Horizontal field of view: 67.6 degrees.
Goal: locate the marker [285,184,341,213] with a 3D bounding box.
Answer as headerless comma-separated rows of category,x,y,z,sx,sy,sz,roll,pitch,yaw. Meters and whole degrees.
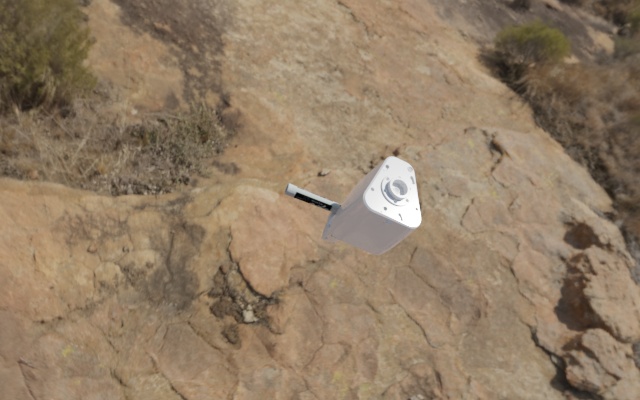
marker,0.000,0.003,0.779,0.121,0.020,0.020,22,-5,-14
